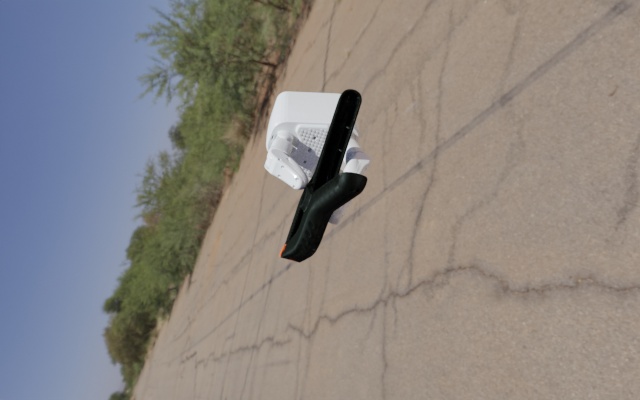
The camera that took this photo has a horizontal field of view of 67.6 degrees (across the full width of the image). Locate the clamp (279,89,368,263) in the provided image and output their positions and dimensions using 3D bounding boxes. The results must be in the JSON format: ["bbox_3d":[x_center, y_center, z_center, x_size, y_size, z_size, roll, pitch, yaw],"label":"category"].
[{"bbox_3d":[-0.001,0.002,0.516,0.036,0.210,0.164,18,32,-11],"label":"clamp"}]
